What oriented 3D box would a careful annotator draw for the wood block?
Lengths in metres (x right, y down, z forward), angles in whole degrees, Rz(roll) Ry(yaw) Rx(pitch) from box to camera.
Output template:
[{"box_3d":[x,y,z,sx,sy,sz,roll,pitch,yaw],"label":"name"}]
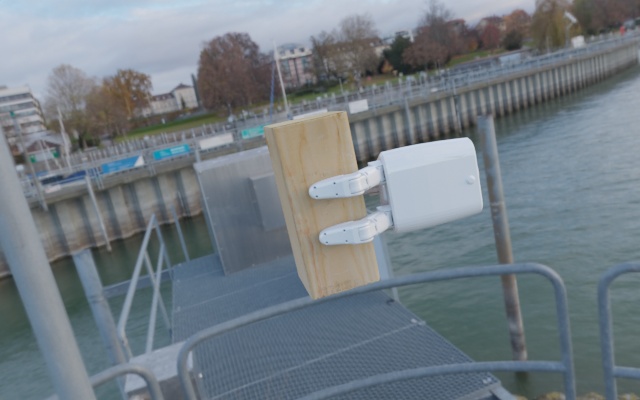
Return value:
[{"box_3d":[0.000,0.002,0.587,0.090,0.206,0.091,-14,13,-9],"label":"wood block"}]
